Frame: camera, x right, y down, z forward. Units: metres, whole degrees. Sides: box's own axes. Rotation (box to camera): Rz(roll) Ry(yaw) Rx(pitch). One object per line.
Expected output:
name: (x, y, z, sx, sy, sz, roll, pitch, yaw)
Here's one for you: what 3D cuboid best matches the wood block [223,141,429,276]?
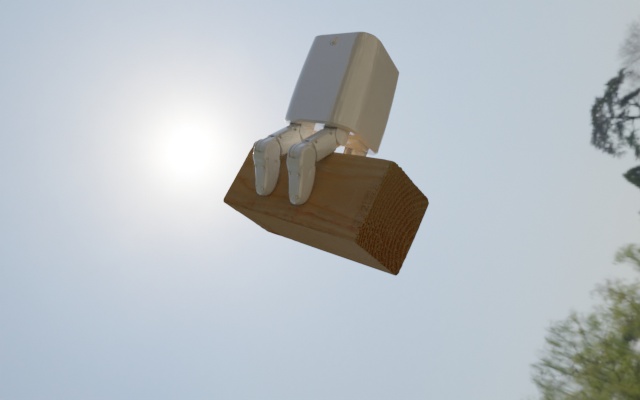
wood block: (0.000, 0.002, 0.534, 0.206, 0.090, 0.091, 14, -18, 43)
